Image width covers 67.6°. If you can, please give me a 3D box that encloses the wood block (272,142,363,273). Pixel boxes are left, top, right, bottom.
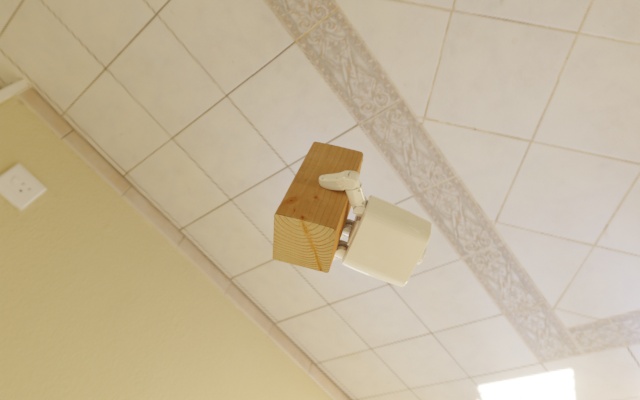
[{"bbox_3d":[0.001,0.002,0.755,0.090,0.091,0.206,14,39,8],"label":"wood block"}]
